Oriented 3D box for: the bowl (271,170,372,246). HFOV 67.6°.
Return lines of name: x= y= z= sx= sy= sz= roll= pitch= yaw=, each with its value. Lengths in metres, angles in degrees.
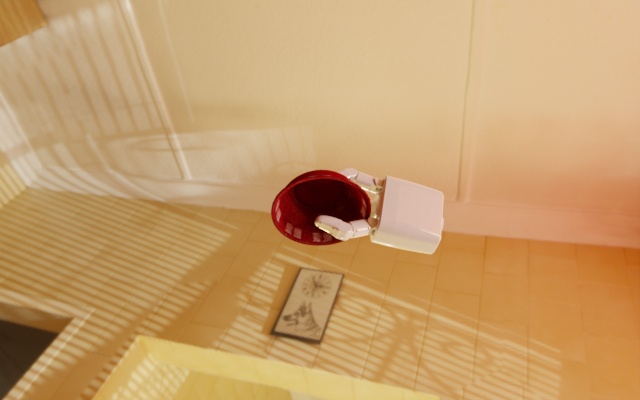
bowl: x=-0.001 y=0.002 z=0.781 sx=0.162 sy=0.162 sz=0.055 roll=-2 pitch=45 yaw=-2
